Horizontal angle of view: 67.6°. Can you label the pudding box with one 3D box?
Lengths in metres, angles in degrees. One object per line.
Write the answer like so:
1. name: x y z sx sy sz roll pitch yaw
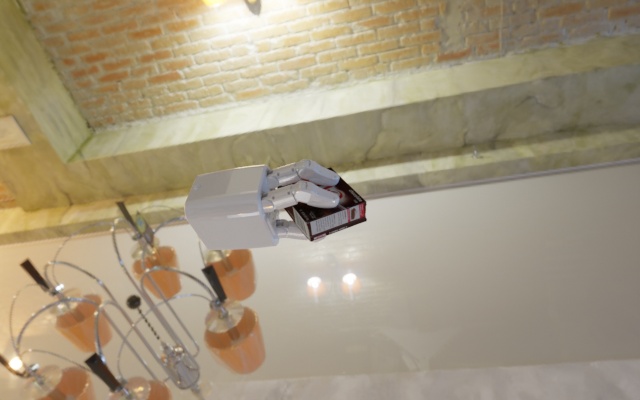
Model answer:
1. pudding box: 0.000 0.002 0.672 0.090 0.039 0.113 -20 38 -17
